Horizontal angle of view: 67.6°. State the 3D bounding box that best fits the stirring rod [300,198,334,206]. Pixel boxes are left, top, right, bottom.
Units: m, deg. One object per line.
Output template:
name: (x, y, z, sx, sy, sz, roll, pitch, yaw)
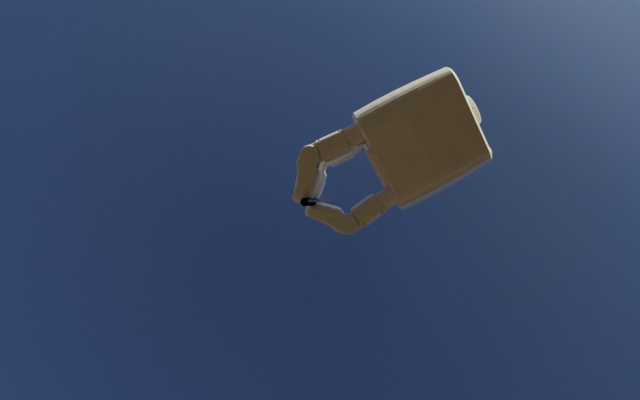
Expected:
stirring rod: (0.000, 0.002, 0.573, 0.011, 0.011, 0.239, 0, 0, 7)
